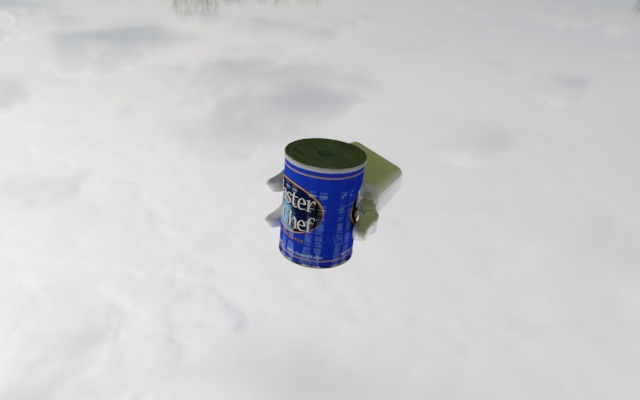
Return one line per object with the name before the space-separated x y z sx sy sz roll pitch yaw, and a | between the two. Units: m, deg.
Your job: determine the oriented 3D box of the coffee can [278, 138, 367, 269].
coffee can | 0.000 0.002 0.619 0.103 0.140 0.102 5 27 -2
